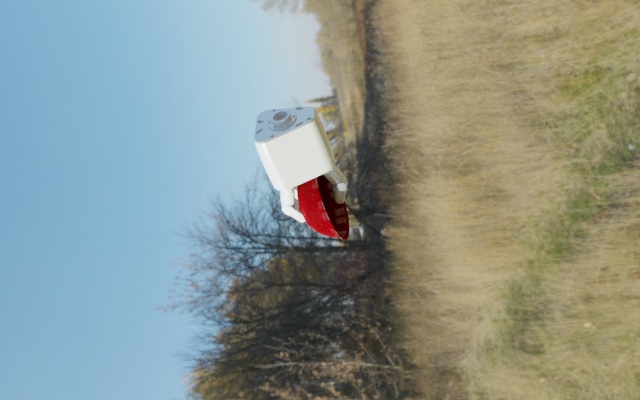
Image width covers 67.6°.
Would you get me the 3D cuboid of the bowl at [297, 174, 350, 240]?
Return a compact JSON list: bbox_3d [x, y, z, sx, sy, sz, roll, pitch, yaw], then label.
[{"bbox_3d":[0.000,0.004,0.888,0.055,0.162,0.162,-19,-5,16],"label":"bowl"}]
